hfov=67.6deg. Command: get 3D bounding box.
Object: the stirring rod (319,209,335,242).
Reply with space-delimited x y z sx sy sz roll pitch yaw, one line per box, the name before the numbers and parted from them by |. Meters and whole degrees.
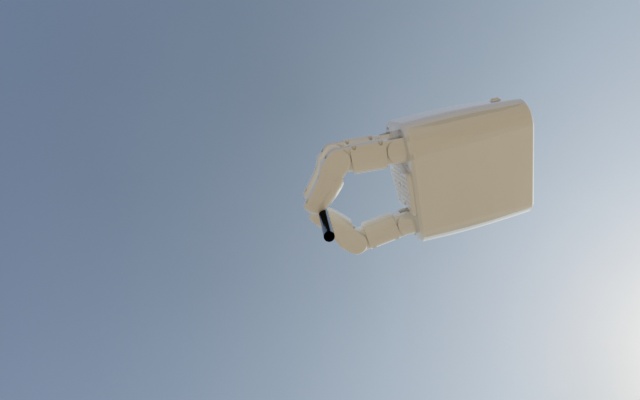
stirring rod | 0.000 0.001 0.451 0.011 0.011 0.239 0 11 -3
